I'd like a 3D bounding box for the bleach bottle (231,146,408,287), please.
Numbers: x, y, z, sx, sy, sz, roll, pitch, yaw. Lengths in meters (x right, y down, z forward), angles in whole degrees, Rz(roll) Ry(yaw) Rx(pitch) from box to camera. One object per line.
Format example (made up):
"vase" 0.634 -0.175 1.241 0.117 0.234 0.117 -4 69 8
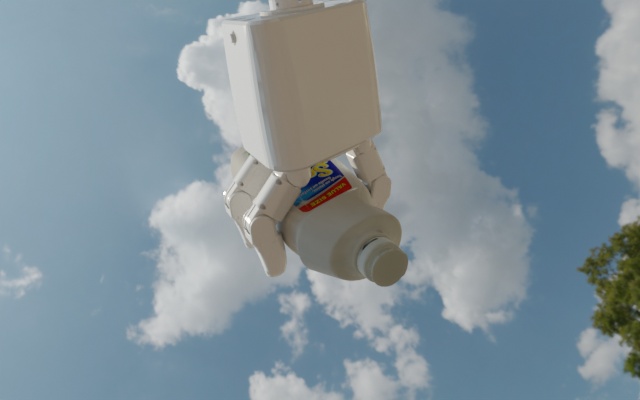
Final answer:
"bleach bottle" 0.000 0.001 0.425 0.102 0.068 0.250 -18 27 -20
